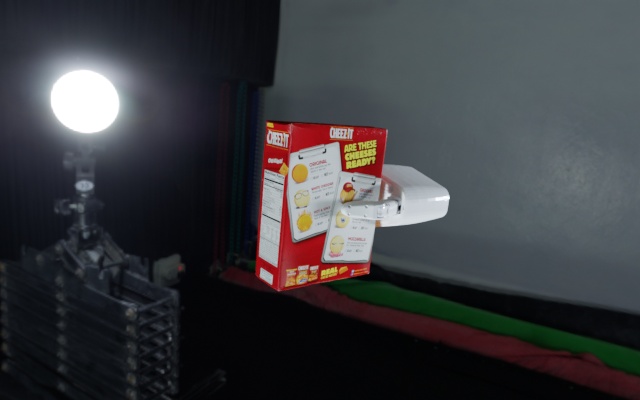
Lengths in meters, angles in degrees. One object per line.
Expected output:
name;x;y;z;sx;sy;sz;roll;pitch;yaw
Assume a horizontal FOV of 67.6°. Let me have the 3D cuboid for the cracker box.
cracker box;0.000;0.002;0.654;0.164;0.214;0.072;-4;14;-38
